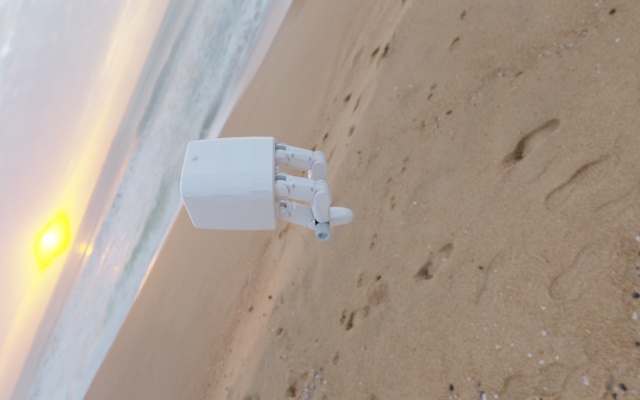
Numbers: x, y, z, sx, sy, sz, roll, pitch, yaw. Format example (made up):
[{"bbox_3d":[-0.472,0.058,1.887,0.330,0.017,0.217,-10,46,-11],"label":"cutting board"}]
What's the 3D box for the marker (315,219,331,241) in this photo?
[{"bbox_3d":[0.000,0.002,0.635,0.020,0.020,0.121,-2,45,-2],"label":"marker"}]
